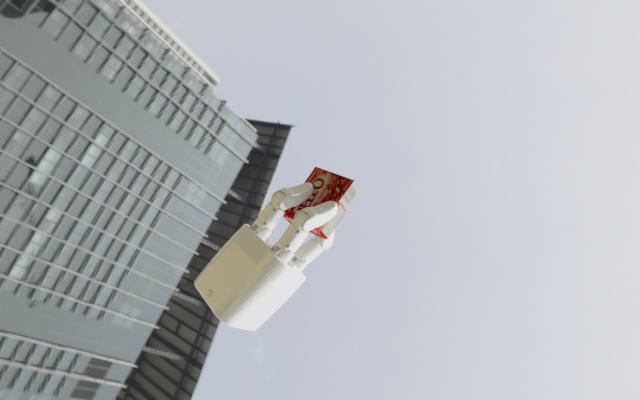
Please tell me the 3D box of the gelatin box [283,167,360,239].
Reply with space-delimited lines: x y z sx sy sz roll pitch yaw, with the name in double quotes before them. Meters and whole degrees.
"gelatin box" 0.000 0.002 0.662 0.073 0.089 0.030 22 -21 38
